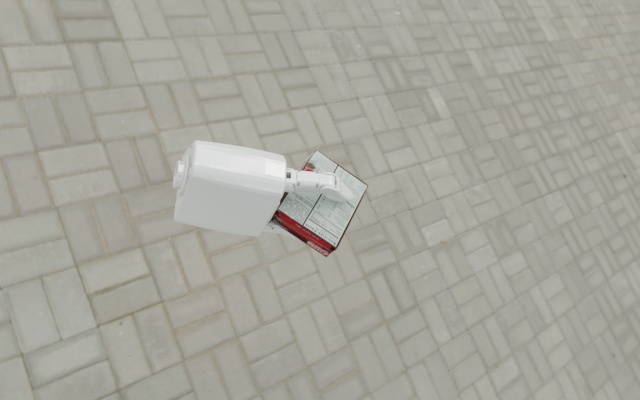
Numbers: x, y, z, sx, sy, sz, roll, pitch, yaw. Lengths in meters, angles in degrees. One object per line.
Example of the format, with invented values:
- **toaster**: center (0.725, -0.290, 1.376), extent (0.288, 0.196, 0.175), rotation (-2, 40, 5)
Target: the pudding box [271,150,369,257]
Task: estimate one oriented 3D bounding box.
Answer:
- **pudding box**: center (0.000, 0.002, 0.613), extent (0.090, 0.113, 0.039), rotation (35, -31, -7)
